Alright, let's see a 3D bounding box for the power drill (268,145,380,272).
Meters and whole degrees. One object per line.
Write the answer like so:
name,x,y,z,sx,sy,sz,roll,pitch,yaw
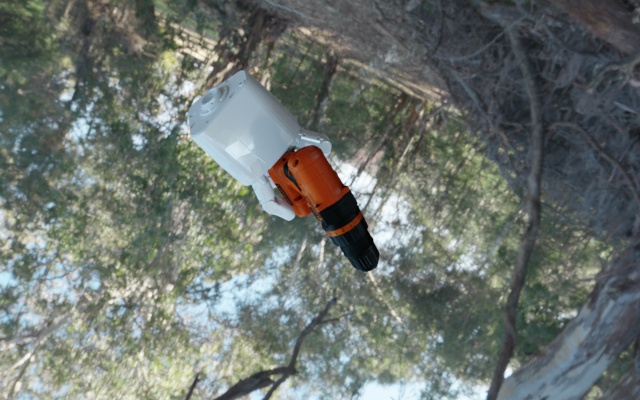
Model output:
power drill,0.000,0.002,0.658,0.057,0.184,0.187,-34,19,-12
